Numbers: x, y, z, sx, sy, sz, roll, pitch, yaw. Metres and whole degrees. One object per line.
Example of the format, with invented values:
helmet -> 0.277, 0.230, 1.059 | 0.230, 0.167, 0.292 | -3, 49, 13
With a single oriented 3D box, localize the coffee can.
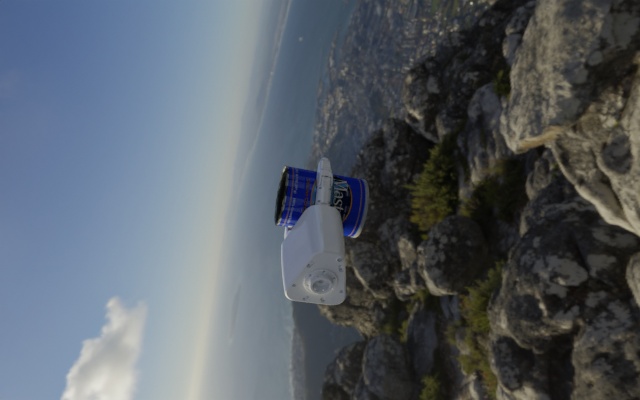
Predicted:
coffee can -> 0.000, 0.003, 0.813 | 0.140, 0.103, 0.103 | 9, -2, -12
